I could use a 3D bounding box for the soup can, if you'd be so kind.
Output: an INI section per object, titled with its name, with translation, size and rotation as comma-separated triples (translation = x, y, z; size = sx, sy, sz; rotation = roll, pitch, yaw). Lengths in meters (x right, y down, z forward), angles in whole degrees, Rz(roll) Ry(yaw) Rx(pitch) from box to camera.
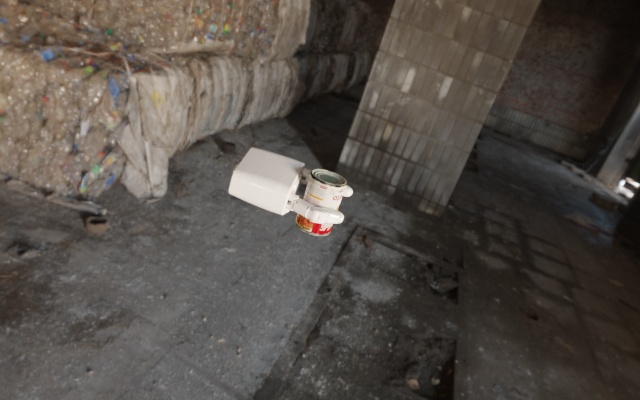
[soup can]
translation = 0.001, 0.003, 0.854
size = 0.068, 0.102, 0.068
rotation = 16, 23, -7
